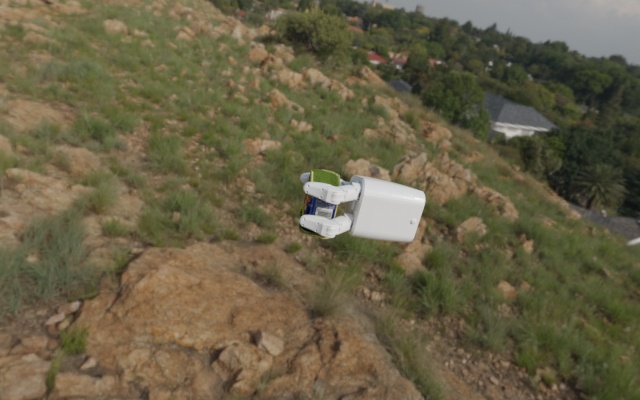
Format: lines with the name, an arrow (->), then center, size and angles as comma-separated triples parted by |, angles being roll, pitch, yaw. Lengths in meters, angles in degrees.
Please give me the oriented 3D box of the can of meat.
can of meat -> 0.000, 0.002, 0.798 | 0.057, 0.084, 0.102 | 11, 23, -5
